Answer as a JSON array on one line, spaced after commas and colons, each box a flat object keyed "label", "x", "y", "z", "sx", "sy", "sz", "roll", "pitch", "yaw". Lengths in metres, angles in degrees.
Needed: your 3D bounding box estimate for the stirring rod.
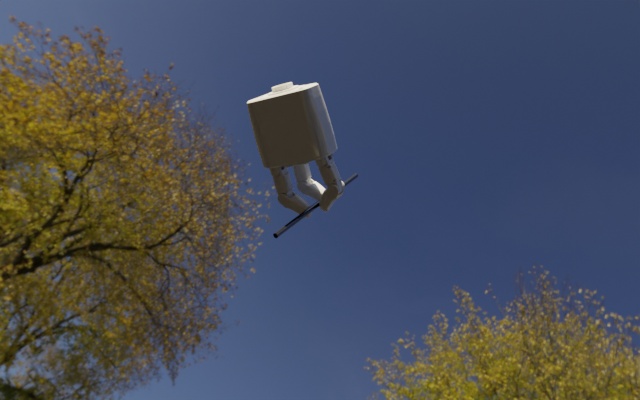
[{"label": "stirring rod", "x": 0.000, "y": 0.002, "z": 0.766, "sx": 0.011, "sy": 0.011, "sz": 0.239, "roll": 0, "pitch": 23, "yaw": 35}]
